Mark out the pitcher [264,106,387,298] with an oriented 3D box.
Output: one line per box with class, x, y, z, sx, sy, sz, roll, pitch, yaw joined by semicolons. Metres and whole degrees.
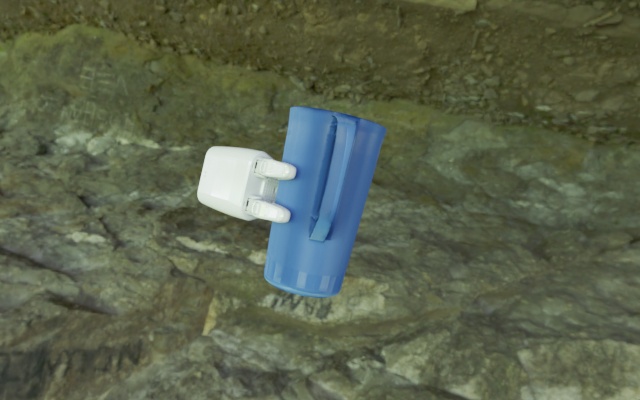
pitcher;0.000;0.002;0.639;0.145;0.243;0.149;14;3;37
